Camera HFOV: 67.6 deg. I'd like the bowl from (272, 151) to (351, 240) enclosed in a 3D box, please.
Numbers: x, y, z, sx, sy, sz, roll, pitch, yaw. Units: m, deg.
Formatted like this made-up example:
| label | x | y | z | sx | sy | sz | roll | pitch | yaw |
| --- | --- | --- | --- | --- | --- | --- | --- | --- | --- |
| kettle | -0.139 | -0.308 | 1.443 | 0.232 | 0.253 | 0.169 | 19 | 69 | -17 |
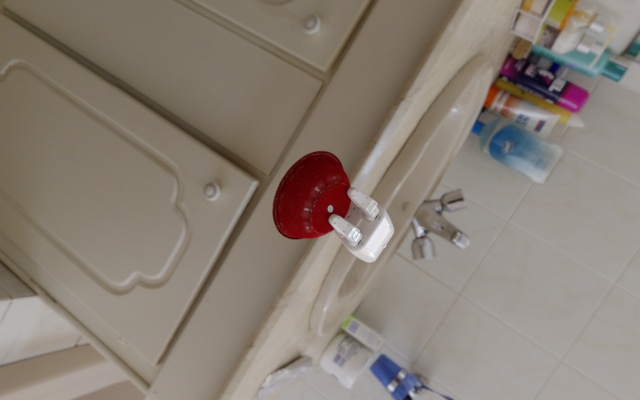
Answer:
| label | x | y | z | sx | sy | sz | roll | pitch | yaw |
| --- | --- | --- | --- | --- | --- | --- | --- | --- | --- |
| bowl | 0.000 | 0.002 | 0.786 | 0.162 | 0.162 | 0.055 | 0 | 23 | -47 |
